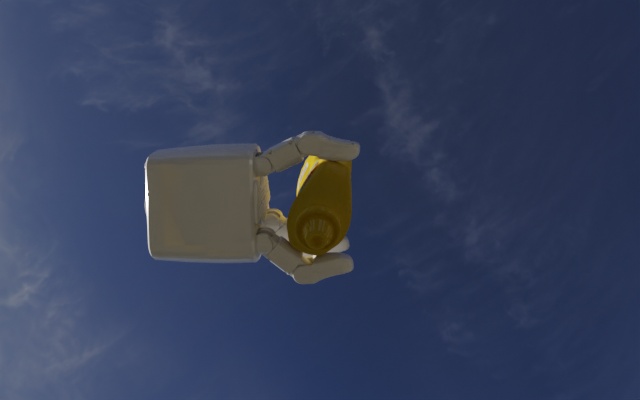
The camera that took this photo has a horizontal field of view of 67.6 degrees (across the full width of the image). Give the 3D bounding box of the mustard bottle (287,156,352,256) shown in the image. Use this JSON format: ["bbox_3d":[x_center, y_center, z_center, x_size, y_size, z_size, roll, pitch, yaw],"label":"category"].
[{"bbox_3d":[0.000,0.002,0.490,0.058,0.096,0.191,22,19,-5],"label":"mustard bottle"}]
